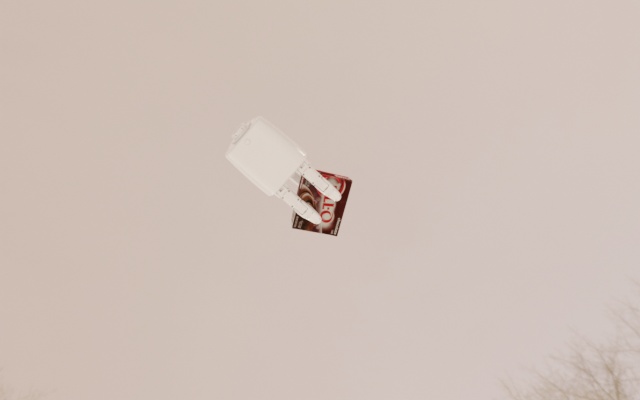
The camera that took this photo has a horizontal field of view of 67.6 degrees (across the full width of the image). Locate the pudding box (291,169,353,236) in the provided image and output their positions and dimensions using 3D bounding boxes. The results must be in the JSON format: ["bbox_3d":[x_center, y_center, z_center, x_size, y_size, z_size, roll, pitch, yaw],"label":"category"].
[{"bbox_3d":[0.000,0.003,0.881,0.090,0.113,0.039,11,15,-15],"label":"pudding box"}]
